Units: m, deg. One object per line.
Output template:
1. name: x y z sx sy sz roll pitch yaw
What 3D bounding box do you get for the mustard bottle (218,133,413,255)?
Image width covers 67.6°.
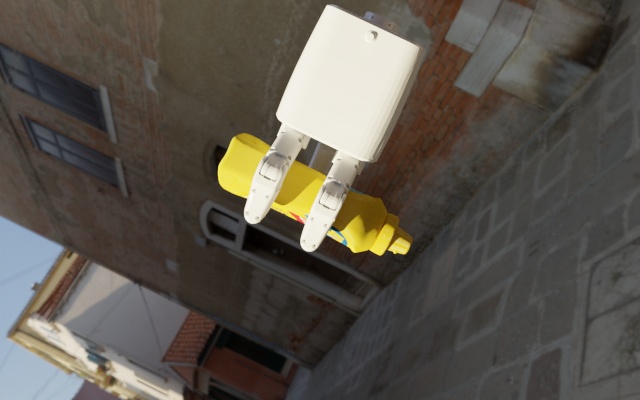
1. mustard bottle: 0.000 0.002 0.464 0.191 0.058 0.096 26 -8 2
